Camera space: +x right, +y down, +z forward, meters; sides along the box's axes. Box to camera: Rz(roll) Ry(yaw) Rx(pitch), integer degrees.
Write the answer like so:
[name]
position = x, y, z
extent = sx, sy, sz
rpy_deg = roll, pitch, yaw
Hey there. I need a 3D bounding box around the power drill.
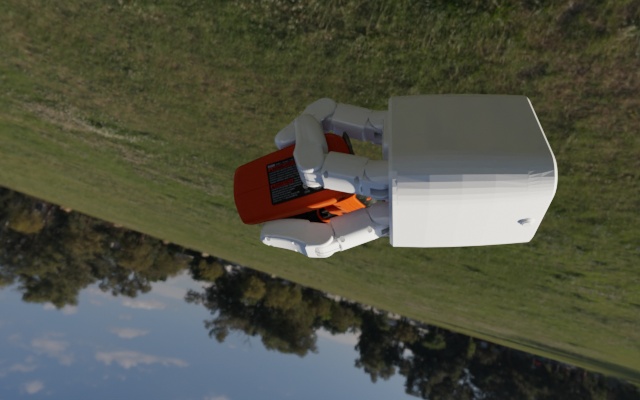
[power drill]
position = 0.000, 0.001, 0.462
extent = 0.184, 0.057, 0.188
rpy_deg = -19, -16, 22
